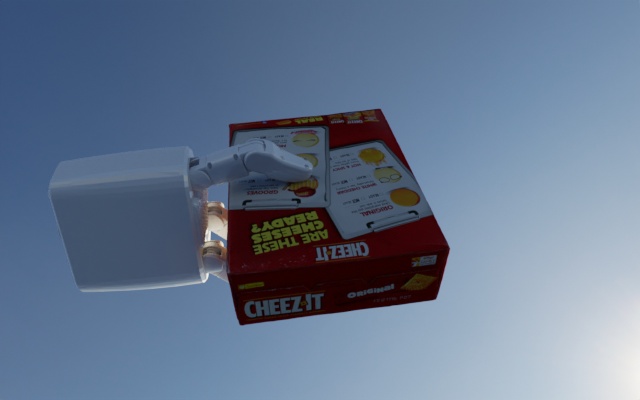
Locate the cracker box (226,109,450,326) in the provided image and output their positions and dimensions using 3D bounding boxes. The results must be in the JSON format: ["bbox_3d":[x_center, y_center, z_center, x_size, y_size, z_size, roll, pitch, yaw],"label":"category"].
[{"bbox_3d":[0.000,0.001,0.439,0.164,0.072,0.213,-6,40,-5],"label":"cracker box"}]
